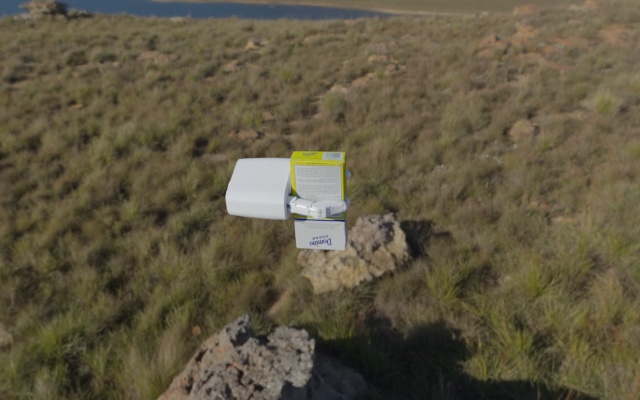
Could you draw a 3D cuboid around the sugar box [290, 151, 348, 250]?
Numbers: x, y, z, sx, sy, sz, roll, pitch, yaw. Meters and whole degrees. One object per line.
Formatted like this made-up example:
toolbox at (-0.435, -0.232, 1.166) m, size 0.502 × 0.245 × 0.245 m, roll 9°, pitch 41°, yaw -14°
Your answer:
sugar box at (0.000, 0.002, 0.837) m, size 0.093 × 0.176 × 0.048 m, roll 3°, pitch 32°, yaw 8°
